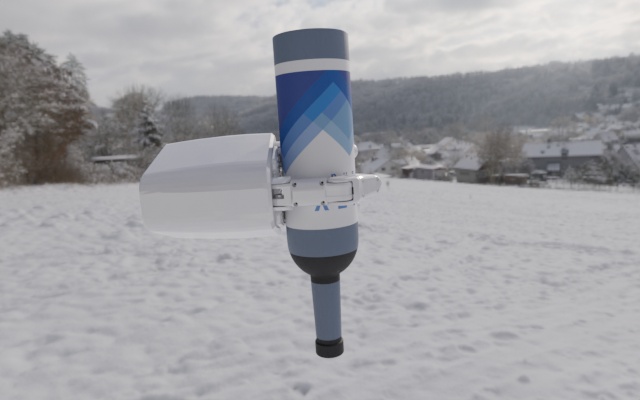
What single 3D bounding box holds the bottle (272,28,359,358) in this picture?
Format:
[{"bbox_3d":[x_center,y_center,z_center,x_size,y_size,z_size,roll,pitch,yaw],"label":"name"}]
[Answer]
[{"bbox_3d":[0.000,0.001,0.439,0.069,0.296,0.069,-4,9,1],"label":"bottle"}]
